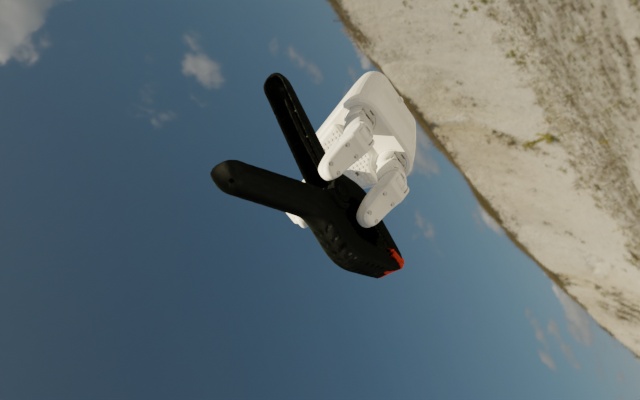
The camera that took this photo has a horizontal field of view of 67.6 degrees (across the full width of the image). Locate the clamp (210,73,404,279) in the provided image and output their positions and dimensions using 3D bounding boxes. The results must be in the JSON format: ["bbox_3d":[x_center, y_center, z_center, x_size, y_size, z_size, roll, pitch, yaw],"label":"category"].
[{"bbox_3d":[0.000,0.002,0.409,0.036,0.210,0.164,-29,20,30],"label":"clamp"}]
